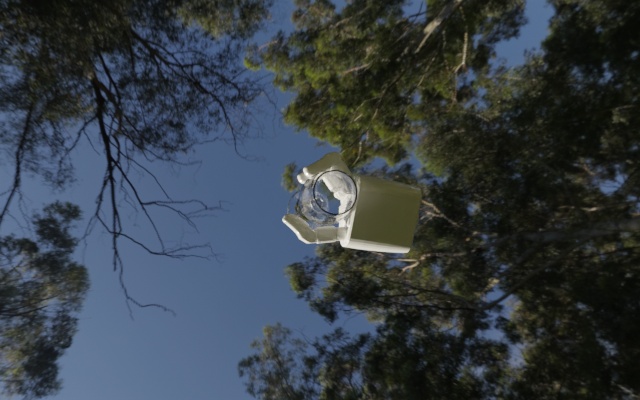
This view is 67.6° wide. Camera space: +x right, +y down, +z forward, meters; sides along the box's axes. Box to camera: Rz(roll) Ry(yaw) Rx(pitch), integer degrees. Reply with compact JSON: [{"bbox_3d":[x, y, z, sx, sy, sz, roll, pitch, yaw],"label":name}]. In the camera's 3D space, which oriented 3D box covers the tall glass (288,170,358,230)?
[{"bbox_3d":[0.000,0.003,0.736,0.079,0.079,0.201,0,-8,-12],"label":"tall glass"}]
